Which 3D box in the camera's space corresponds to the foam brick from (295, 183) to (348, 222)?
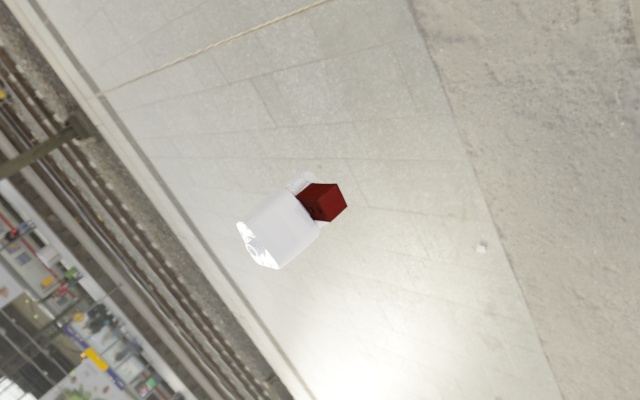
[{"bbox_3d":[0.000,0.003,0.872,0.051,0.053,0.078,-41,25,-29],"label":"foam brick"}]
